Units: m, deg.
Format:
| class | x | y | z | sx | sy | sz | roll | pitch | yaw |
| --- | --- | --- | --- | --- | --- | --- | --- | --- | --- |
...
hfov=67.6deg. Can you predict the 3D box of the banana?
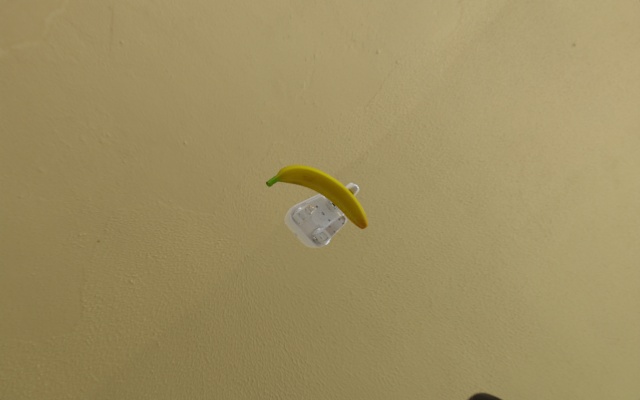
| class | x | y | z | sx | sy | sz | roll | pitch | yaw |
| --- | --- | --- | --- | --- | --- | --- | --- | --- | --- |
| banana | 0.004 | -0.015 | 0.850 | 0.198 | 0.069 | 0.037 | 24 | -15 | -10 |
